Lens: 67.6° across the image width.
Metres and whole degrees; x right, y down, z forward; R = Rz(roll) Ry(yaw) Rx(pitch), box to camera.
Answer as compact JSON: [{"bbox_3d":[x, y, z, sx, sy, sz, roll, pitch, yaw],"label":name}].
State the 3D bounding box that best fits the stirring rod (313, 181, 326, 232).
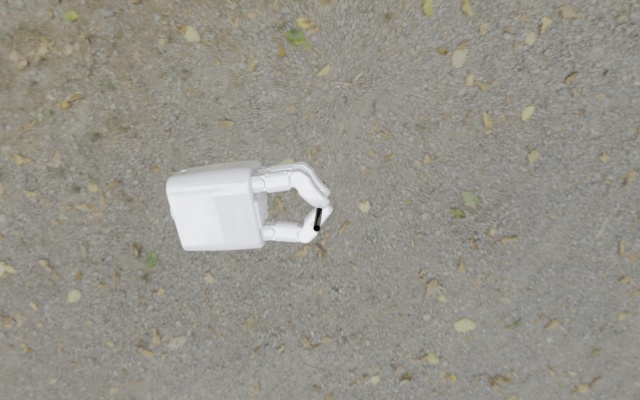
[{"bbox_3d":[0.000,0.002,0.629,0.011,0.011,0.239,0,13,2],"label":"stirring rod"}]
